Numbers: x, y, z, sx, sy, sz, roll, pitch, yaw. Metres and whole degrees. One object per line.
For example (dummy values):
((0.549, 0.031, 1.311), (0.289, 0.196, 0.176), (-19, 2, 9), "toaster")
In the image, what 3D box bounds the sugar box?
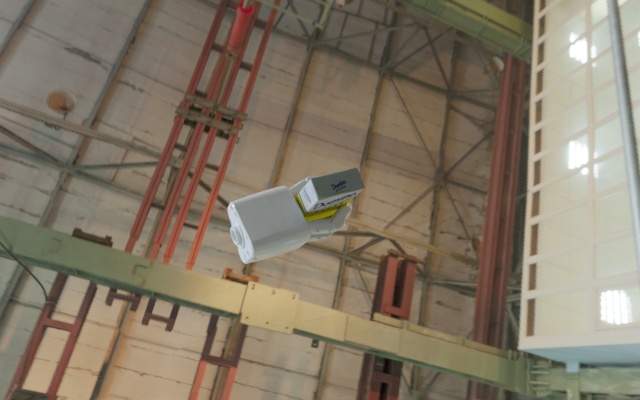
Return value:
((0.000, 0.003, 0.857), (0.093, 0.048, 0.176), (-15, -12, -25), "sugar box")
